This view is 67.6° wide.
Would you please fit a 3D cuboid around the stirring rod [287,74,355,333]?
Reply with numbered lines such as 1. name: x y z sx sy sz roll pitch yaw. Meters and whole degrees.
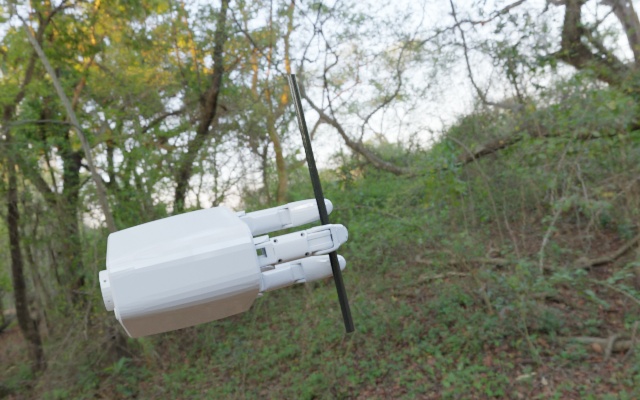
1. stirring rod: 0.000 0.002 0.437 0.011 0.239 0.011 -13 -2 -1
